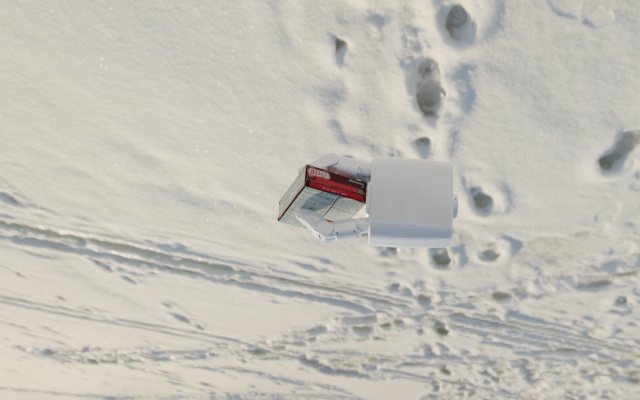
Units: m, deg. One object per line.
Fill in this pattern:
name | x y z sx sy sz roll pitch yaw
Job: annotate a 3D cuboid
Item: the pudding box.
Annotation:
pudding box | 0.000 0.002 0.659 0.090 0.039 0.113 17 -35 -17
